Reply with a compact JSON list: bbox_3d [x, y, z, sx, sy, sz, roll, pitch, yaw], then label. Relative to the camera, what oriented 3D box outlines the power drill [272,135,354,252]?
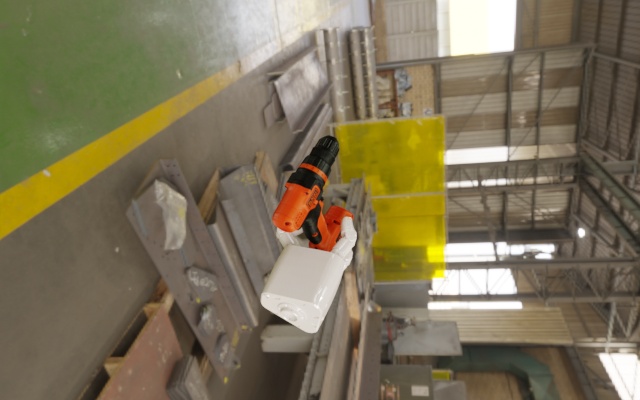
[{"bbox_3d":[0.000,0.003,0.841,0.057,0.184,0.188,19,-22,31],"label":"power drill"}]
